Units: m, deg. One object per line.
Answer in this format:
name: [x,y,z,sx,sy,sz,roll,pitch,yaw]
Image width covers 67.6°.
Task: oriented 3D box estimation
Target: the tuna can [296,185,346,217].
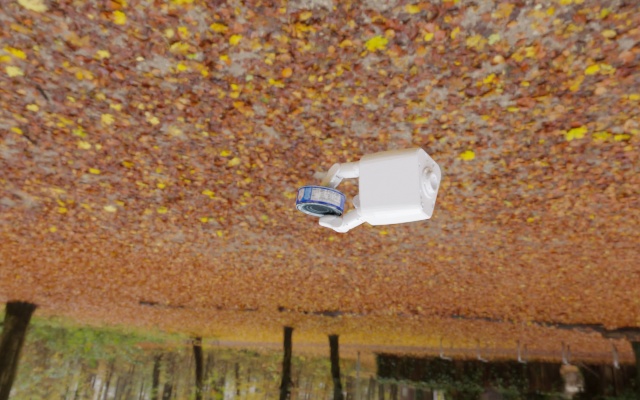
tuna can: [0.000,0.003,0.837,0.086,0.033,0.086,9,-16,3]
